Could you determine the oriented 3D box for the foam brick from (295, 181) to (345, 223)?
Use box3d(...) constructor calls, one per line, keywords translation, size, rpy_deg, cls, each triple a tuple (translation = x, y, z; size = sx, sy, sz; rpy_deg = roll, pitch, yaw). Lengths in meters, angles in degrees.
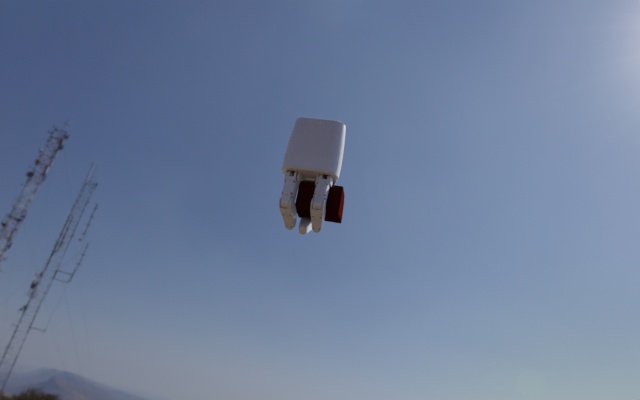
box3d(translation=(0.000, 0.003, 0.822), size=(0.078, 0.051, 0.053), rpy_deg=(8, -20, 9), cls="foam brick")
